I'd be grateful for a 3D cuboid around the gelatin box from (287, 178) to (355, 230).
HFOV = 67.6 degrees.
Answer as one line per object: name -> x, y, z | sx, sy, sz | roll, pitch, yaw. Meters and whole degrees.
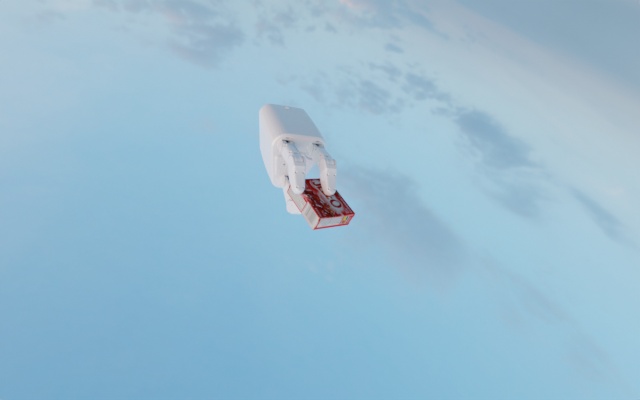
gelatin box -> 0.000, 0.003, 0.750 | 0.073, 0.030, 0.089 | -5, 47, -39
